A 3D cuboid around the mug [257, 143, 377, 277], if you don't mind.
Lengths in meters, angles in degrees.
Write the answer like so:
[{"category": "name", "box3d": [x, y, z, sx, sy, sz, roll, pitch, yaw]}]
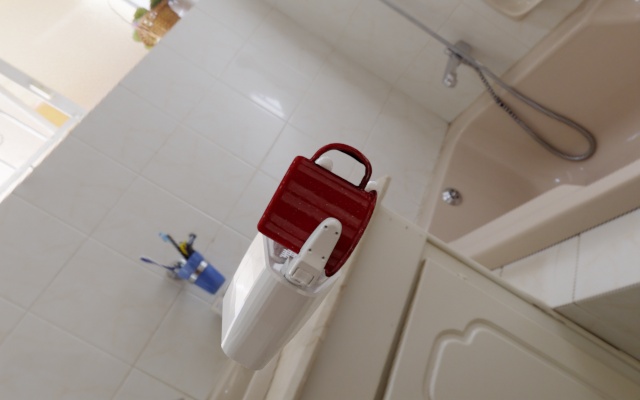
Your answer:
[{"category": "mug", "box3d": [0.001, 0.000, 0.439, 0.081, 0.117, 0.093, 29, 16, -6]}]
